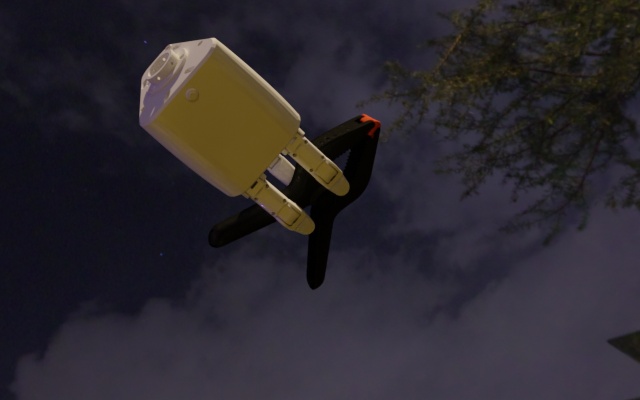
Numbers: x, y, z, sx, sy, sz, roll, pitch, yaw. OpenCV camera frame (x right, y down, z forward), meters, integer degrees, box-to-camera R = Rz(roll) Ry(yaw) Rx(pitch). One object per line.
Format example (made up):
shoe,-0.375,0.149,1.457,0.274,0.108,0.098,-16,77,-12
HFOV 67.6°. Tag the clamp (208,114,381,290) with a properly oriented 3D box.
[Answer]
clamp,0.000,0.001,0.528,0.165,0.210,0.036,41,1,-42
